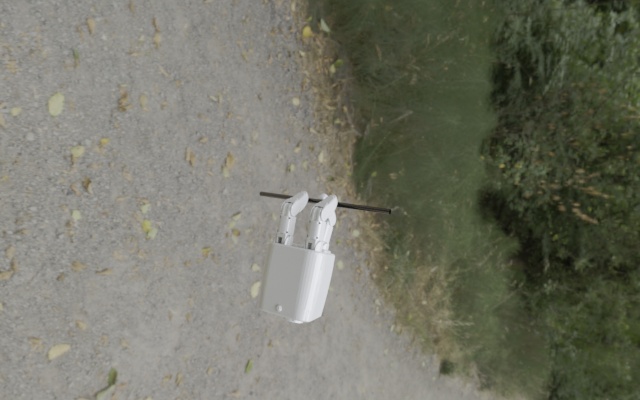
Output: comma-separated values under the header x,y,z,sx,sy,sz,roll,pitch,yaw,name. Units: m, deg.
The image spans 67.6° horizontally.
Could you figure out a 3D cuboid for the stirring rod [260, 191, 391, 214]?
x,y,z,sx,sy,sz,roll,pitch,yaw,name
0.000,0.003,0.771,0.239,0.011,0.011,8,4,30,stirring rod
